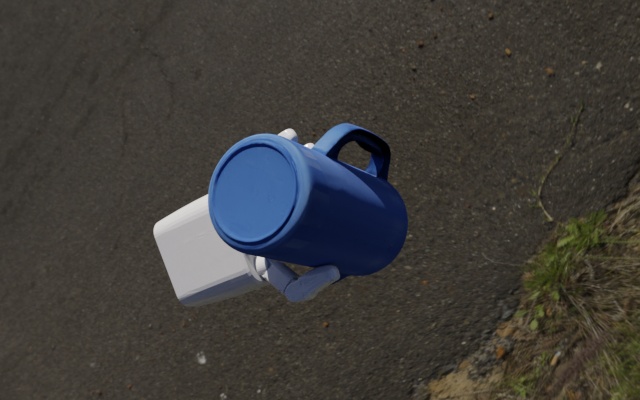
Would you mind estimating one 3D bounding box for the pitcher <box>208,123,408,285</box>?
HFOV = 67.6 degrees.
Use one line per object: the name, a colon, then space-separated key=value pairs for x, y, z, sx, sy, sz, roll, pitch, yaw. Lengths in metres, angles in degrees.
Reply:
pitcher: x=0.000 y=0.002 z=0.513 sx=0.145 sy=0.149 sz=0.243 roll=-23 pitch=-19 yaw=22
